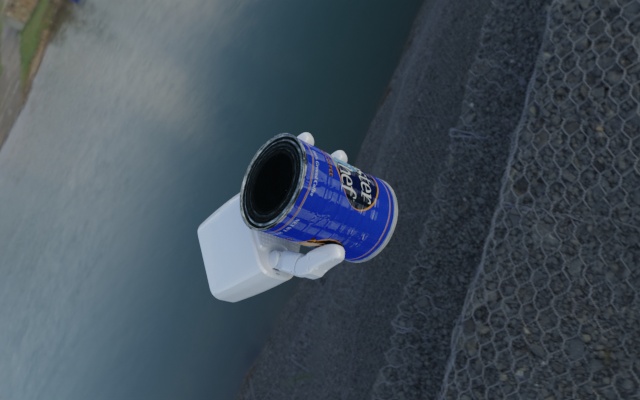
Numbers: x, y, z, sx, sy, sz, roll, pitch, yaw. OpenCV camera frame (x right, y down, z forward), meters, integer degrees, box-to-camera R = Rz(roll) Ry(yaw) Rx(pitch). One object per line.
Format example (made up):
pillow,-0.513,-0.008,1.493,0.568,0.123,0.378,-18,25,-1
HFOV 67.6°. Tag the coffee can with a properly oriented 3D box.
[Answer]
coffee can,0.000,0.002,0.514,0.140,0.102,0.103,23,-15,-39
